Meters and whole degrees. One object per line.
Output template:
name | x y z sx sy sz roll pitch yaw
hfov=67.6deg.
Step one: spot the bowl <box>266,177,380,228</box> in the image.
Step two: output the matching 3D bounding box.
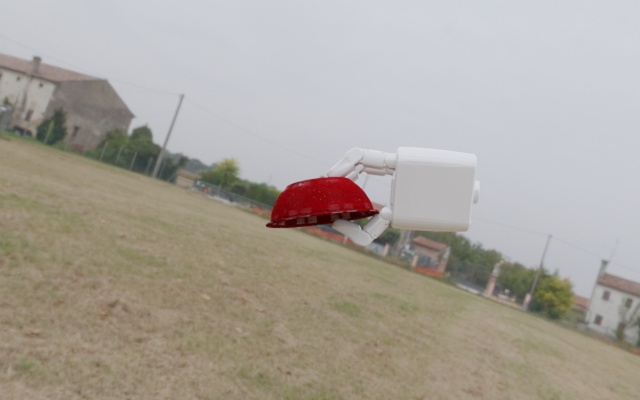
bowl | -0.001 0.002 0.677 0.162 0.055 0.162 -7 -7 -1
